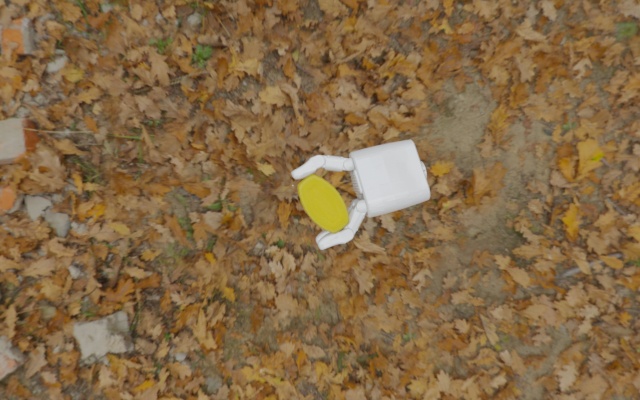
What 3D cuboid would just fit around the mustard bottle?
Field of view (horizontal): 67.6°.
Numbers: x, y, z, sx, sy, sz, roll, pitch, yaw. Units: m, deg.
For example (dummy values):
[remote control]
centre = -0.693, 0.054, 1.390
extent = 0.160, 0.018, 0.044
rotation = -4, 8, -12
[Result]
[mustard bottle]
centre = 0.000, 0.003, 0.810
extent = 0.058, 0.096, 0.191
rotation = -39, 3, -1
